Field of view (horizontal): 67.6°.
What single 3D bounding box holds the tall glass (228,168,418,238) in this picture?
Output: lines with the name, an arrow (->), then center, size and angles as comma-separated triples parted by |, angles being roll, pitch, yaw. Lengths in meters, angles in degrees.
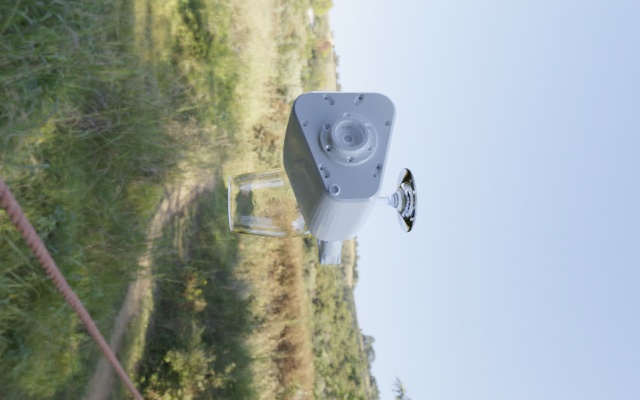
tall glass -> 0.001, 0.002, 0.532 | 0.201, 0.079, 0.079 | -1, 0, -7
